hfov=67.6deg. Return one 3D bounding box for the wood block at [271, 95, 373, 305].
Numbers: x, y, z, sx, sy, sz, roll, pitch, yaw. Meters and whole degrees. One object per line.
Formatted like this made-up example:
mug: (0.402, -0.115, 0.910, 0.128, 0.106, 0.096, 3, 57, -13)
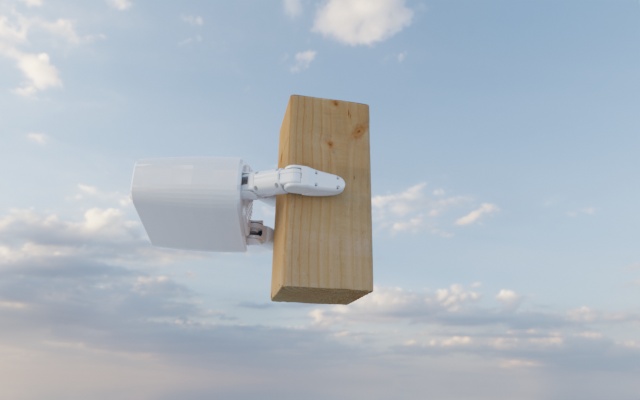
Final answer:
wood block: (0.000, 0.001, 0.518, 0.090, 0.206, 0.091, 5, -21, -12)
